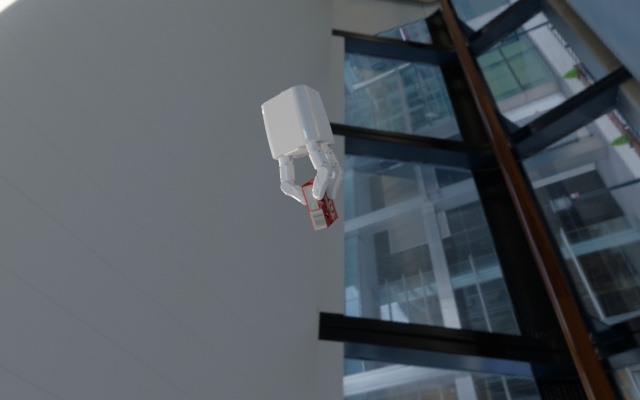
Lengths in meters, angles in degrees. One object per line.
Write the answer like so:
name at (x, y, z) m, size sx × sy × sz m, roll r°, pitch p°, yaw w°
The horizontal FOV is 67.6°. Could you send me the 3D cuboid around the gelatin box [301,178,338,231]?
gelatin box at (0.000, 0.003, 0.887) m, size 0.030 × 0.089 × 0.073 m, roll -14°, pitch 8°, yaw 19°
